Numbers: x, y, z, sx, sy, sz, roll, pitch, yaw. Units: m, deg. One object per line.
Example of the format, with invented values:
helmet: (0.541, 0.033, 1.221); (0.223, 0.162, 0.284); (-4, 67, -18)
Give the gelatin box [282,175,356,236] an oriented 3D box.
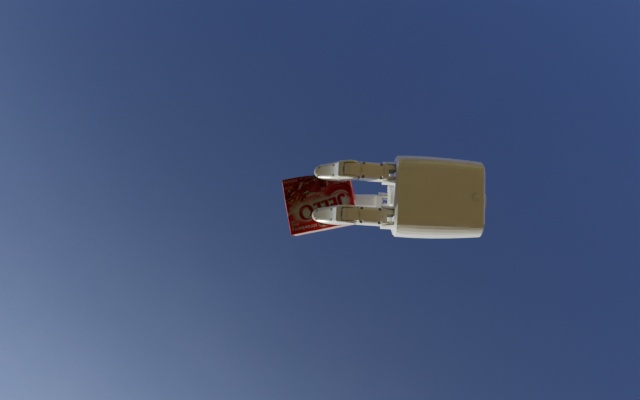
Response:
gelatin box: (0.000, 0.002, 0.618); (0.089, 0.073, 0.030); (-11, -8, 6)
